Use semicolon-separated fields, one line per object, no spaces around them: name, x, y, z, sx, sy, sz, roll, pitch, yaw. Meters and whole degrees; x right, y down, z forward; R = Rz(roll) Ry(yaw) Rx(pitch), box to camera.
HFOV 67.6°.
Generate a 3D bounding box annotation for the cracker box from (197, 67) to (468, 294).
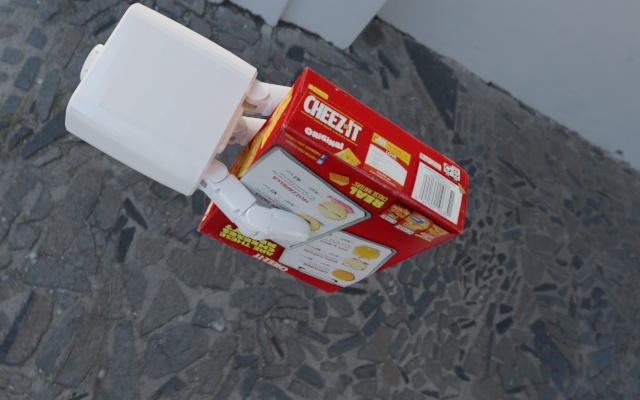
cracker box;0.000;0.002;0.440;0.164;0.072;0.214;29;-33;-16
